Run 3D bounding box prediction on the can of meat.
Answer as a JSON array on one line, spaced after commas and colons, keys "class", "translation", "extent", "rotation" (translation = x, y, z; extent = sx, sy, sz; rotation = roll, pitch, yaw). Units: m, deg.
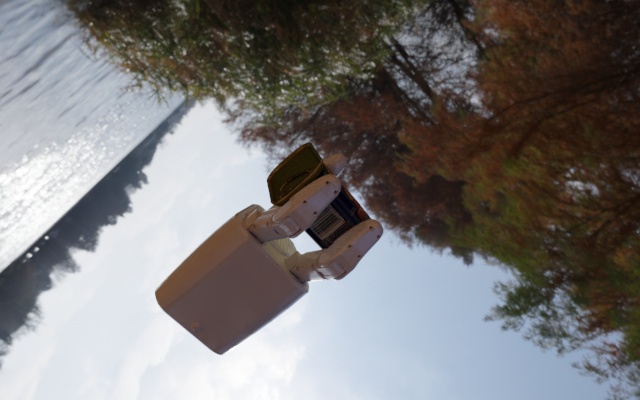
[{"class": "can of meat", "translation": [0.000, 0.002, 0.444], "extent": [0.057, 0.084, 0.102], "rotation": [-41, 19, 5]}]
